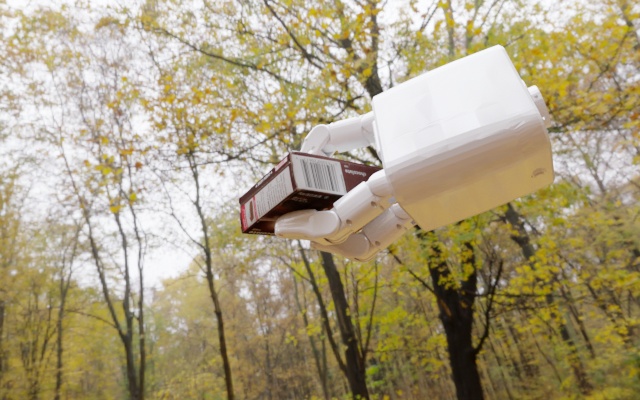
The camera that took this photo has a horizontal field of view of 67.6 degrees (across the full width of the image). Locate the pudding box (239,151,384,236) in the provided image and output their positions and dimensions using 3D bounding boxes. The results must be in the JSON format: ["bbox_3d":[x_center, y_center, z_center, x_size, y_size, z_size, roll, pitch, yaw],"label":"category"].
[{"bbox_3d":[0.000,0.001,0.411,0.113,0.039,0.090,10,-31,-35],"label":"pudding box"}]
